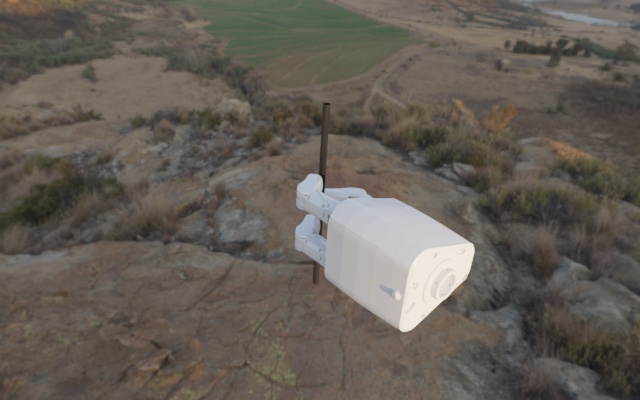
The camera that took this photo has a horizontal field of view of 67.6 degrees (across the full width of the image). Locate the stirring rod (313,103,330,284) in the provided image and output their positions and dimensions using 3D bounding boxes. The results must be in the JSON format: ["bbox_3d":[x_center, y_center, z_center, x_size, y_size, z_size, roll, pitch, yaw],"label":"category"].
[{"bbox_3d":[0.000,0.002,0.569,0.011,0.240,0.011,3,29,-1],"label":"stirring rod"}]
